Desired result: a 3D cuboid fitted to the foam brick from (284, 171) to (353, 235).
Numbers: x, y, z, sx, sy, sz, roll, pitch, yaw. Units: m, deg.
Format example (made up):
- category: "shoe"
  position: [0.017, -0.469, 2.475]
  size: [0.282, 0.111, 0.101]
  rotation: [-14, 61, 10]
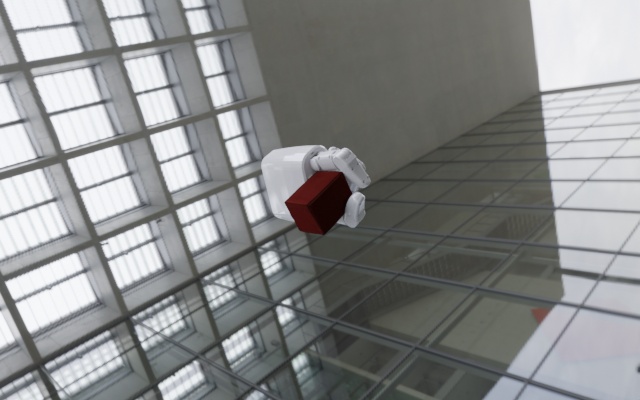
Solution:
- category: "foam brick"
  position: [0.000, 0.002, 0.654]
  size: [0.051, 0.053, 0.078]
  rotation: [5, 40, 46]
